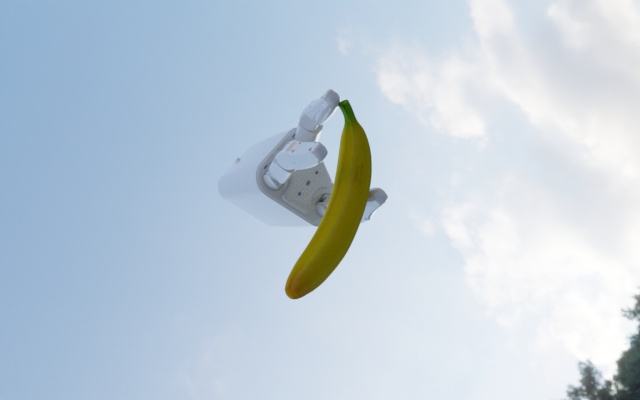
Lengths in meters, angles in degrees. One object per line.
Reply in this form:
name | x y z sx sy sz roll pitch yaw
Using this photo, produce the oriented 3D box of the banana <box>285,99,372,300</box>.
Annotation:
banana | 0.015 0.005 0.466 0.070 0.197 0.037 26 -19 -35
